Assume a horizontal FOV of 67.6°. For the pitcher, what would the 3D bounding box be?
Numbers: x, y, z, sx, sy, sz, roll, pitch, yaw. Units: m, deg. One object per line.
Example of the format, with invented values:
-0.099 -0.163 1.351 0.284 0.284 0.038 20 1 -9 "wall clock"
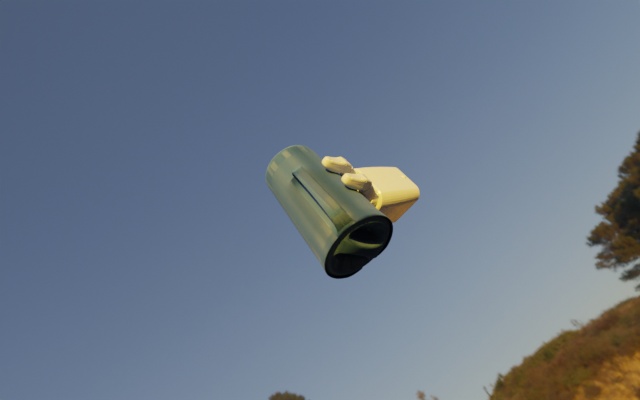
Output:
0.000 0.003 0.822 0.145 0.149 0.242 -7 41 -36 "pitcher"
